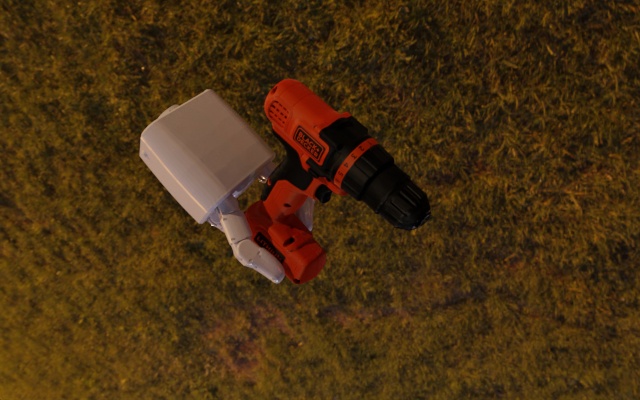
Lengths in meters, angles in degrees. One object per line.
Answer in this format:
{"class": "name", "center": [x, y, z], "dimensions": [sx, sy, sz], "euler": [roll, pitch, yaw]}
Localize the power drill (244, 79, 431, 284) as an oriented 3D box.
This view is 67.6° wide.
{"class": "power drill", "center": [0.000, 0.002, 0.473], "dimensions": [0.057, 0.184, 0.188], "euler": [-29, -23, -44]}
